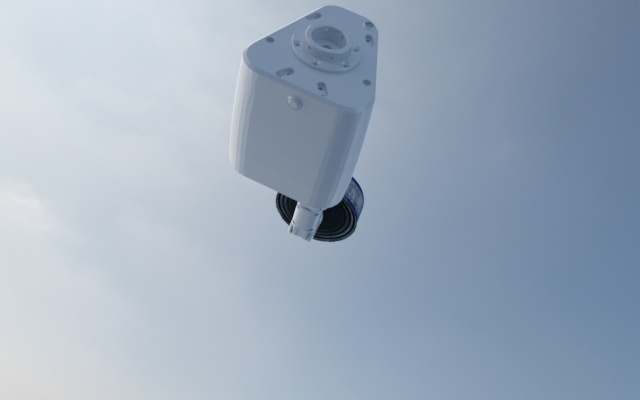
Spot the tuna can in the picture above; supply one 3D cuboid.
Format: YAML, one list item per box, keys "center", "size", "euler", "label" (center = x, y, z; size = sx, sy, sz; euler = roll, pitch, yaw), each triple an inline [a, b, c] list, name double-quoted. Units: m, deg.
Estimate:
- center: [0.000, 0.001, 0.484]
  size: [0.086, 0.086, 0.033]
  euler: [0, 44, 27]
  label: "tuna can"
